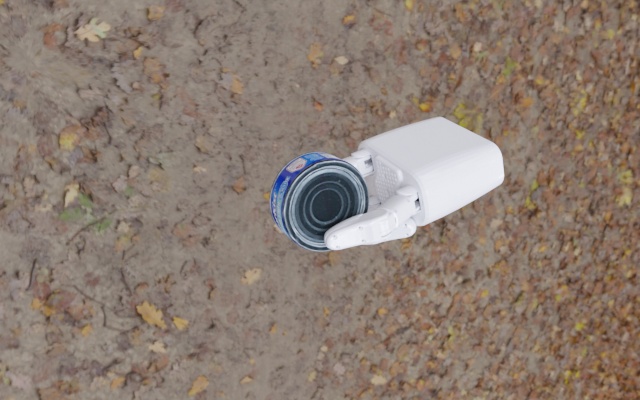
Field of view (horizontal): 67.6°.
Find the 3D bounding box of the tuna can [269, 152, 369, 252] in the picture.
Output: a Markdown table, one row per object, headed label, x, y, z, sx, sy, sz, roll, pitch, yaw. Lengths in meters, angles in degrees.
| label | x | y | z | sx | sy | sz | roll | pitch | yaw |
| --- | --- | --- | --- | --- | --- | --- | --- | --- | --- |
| tuna can | 0.000 | 0.002 | 0.426 | 0.086 | 0.086 | 0.033 | 0 | 16 | -26 |
